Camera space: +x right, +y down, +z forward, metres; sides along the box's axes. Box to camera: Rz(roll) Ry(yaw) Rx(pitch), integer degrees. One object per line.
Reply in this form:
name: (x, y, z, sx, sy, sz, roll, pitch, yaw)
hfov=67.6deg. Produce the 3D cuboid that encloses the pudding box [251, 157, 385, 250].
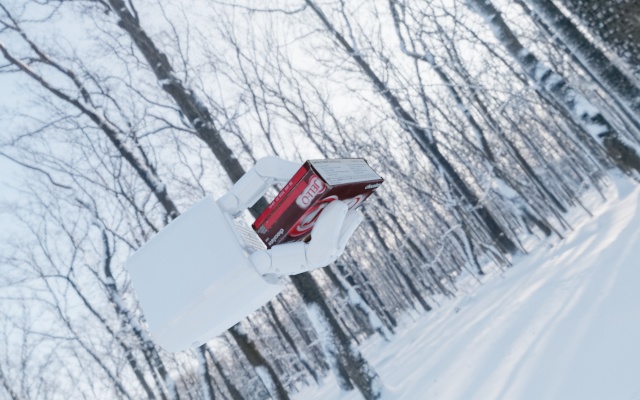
pudding box: (0.000, 0.001, 0.457, 0.090, 0.039, 0.113, -46, -16, 27)
